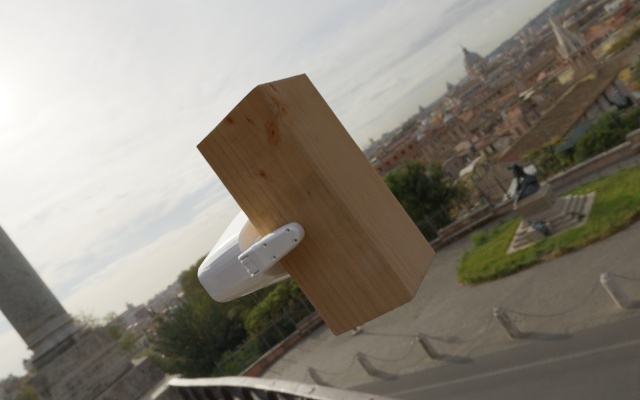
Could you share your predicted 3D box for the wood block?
[{"bbox_3d":[0.000,0.002,0.427,0.090,0.206,0.090,-35,2,32],"label":"wood block"}]
